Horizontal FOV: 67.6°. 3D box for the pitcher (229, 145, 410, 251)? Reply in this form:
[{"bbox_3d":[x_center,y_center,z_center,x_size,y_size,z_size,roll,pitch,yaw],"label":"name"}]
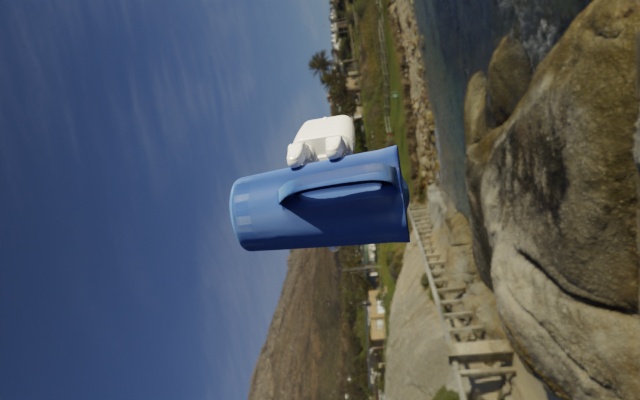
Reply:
[{"bbox_3d":[0.000,0.002,0.661,0.243,0.149,0.145,-8,29,10],"label":"pitcher"}]
